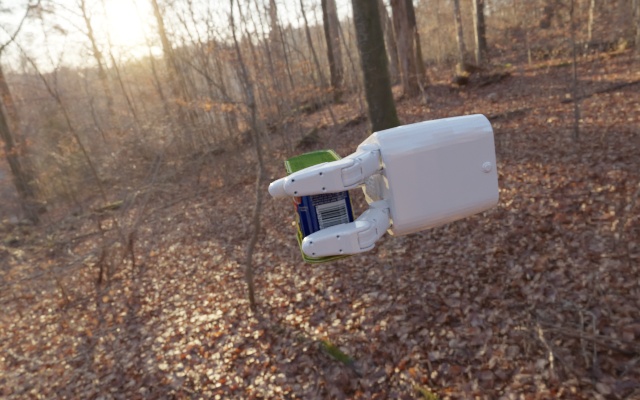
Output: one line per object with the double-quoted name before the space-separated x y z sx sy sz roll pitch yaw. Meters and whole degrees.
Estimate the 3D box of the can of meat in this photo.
"can of meat" 0.000 0.001 0.456 0.057 0.084 0.102 -12 16 -5
